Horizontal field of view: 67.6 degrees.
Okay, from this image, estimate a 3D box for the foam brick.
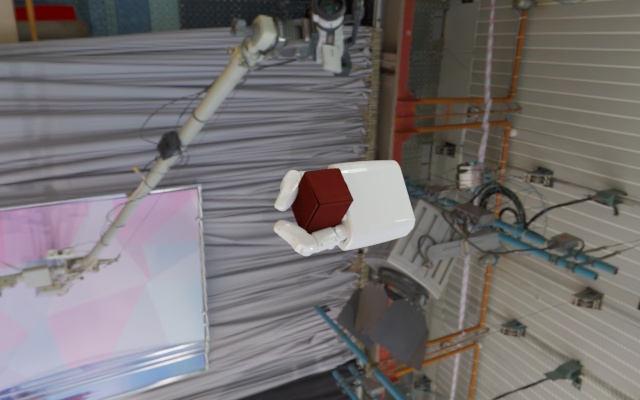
[{"bbox_3d":[0.000,0.002,0.620,0.051,0.053,0.078,-8,-30,-25],"label":"foam brick"}]
